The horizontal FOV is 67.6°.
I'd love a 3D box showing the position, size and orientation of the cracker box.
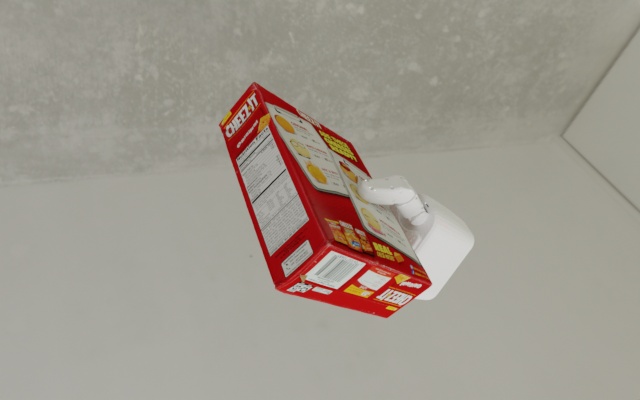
[{"bbox_3d":[0.000,0.002,0.476,0.072,0.213,0.164,-43,-41,21],"label":"cracker box"}]
